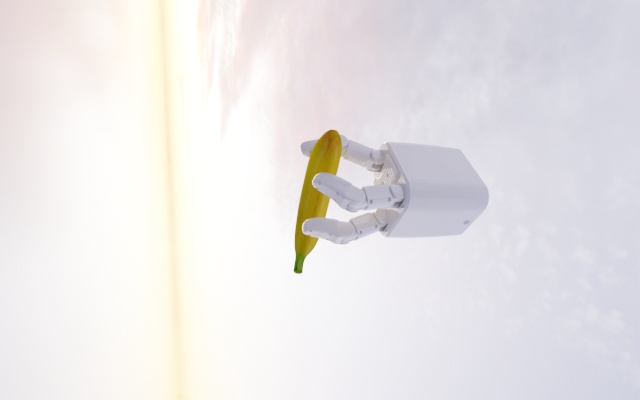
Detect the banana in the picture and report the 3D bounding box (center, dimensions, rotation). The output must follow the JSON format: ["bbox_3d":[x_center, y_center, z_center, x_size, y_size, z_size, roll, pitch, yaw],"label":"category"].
[{"bbox_3d":[-0.003,-0.005,0.581,0.037,0.198,0.069,5,31,-12],"label":"banana"}]
